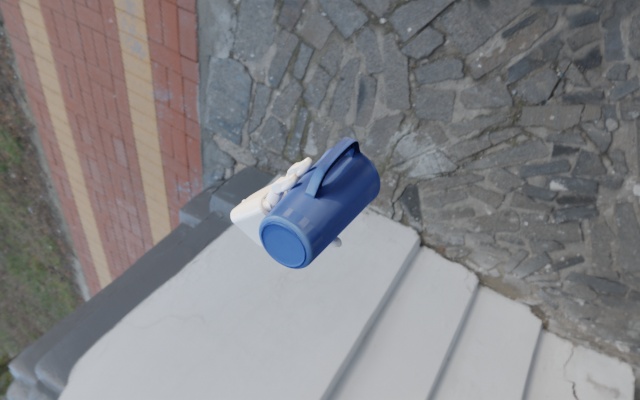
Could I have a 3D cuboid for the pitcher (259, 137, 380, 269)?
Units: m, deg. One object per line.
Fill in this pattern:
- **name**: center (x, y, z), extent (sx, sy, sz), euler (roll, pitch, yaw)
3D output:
- **pitcher**: center (0.000, 0.003, 0.857), extent (0.145, 0.149, 0.242), euler (-18, 20, 43)
